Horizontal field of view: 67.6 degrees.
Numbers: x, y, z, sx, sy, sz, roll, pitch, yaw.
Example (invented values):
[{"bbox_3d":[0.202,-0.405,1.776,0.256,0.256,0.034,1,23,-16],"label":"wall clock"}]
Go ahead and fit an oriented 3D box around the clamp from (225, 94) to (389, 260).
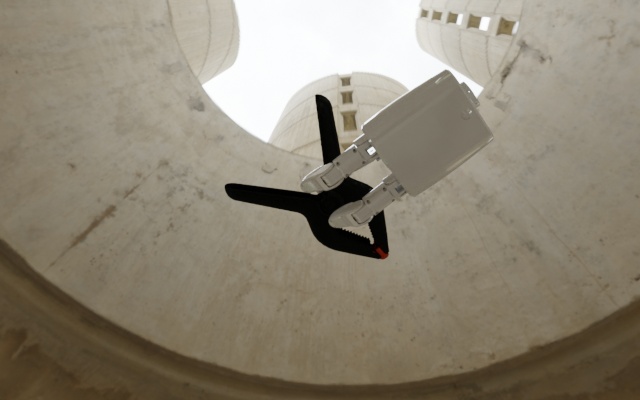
[{"bbox_3d":[0.001,0.002,0.578,0.164,0.210,0.036,-35,17,14],"label":"clamp"}]
